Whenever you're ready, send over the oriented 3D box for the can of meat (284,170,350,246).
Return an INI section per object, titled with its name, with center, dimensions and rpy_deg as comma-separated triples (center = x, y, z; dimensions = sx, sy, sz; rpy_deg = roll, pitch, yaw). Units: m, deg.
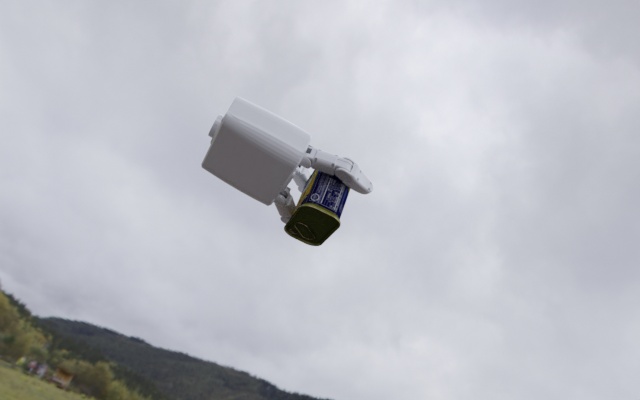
[can of meat]
center = 0.000, 0.002, 0.641
dimensions = 0.057, 0.084, 0.102
rpy_deg = 26, -31, -8
